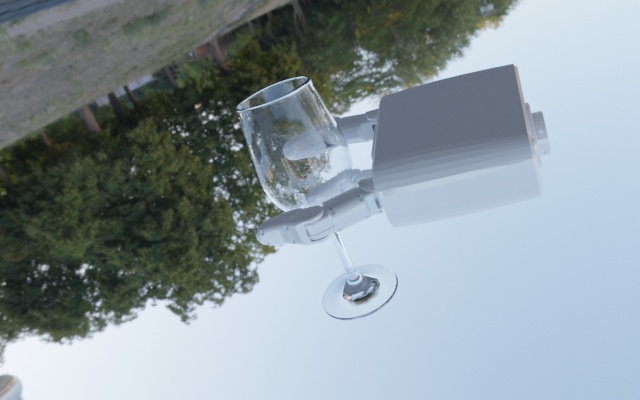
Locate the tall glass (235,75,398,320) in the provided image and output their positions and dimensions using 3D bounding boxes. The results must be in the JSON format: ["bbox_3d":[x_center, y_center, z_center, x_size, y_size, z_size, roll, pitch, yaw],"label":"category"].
[{"bbox_3d":[0.000,0.002,0.401,0.079,0.201,0.079,-20,25,10],"label":"tall glass"}]
